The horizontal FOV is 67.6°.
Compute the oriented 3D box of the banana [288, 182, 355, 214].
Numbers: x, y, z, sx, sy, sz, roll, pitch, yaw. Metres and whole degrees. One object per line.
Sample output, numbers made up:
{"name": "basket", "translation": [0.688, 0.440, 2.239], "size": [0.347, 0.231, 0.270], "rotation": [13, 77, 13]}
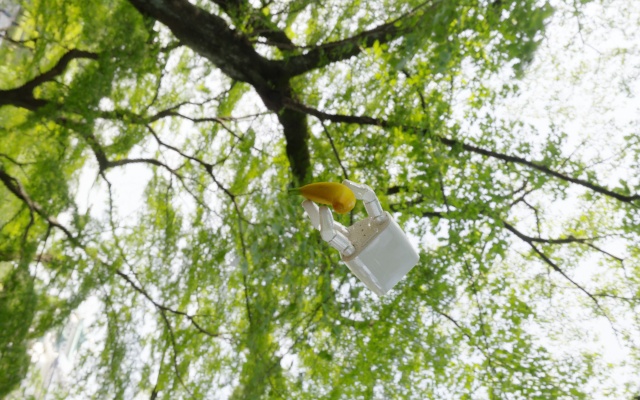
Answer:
{"name": "banana", "translation": [0.015, -0.004, 0.767], "size": [0.069, 0.037, 0.198], "rotation": [-22, 14, -21]}
